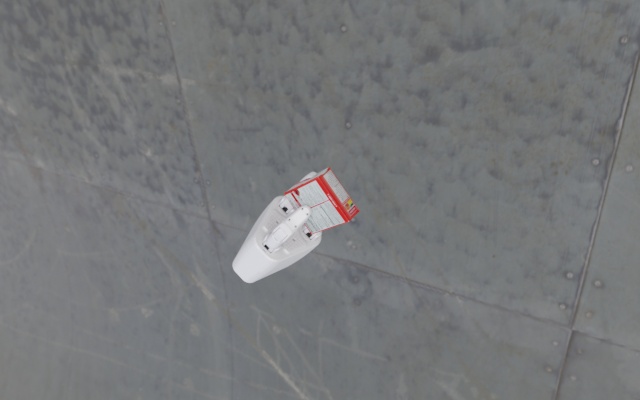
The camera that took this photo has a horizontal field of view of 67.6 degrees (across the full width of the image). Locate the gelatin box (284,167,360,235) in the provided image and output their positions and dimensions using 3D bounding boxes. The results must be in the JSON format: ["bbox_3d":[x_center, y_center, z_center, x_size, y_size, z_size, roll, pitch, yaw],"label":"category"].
[{"bbox_3d":[0.000,0.002,0.655,0.030,0.073,0.089,-42,12,-38],"label":"gelatin box"}]
